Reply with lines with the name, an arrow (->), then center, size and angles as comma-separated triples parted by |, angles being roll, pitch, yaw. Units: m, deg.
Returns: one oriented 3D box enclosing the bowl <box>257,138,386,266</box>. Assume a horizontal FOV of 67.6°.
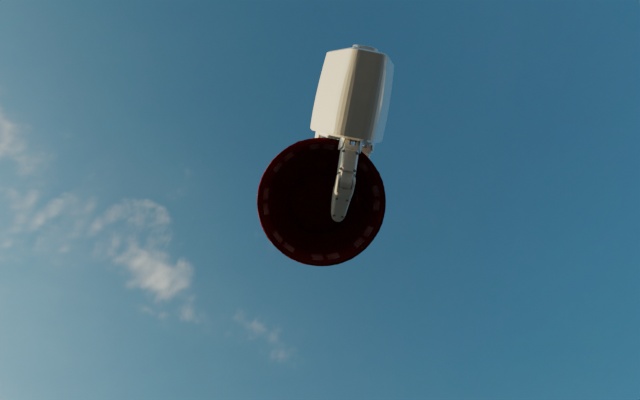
bowl -> 0.000, 0.003, 0.620 | 0.162, 0.162, 0.055 | 0, -1, -5
